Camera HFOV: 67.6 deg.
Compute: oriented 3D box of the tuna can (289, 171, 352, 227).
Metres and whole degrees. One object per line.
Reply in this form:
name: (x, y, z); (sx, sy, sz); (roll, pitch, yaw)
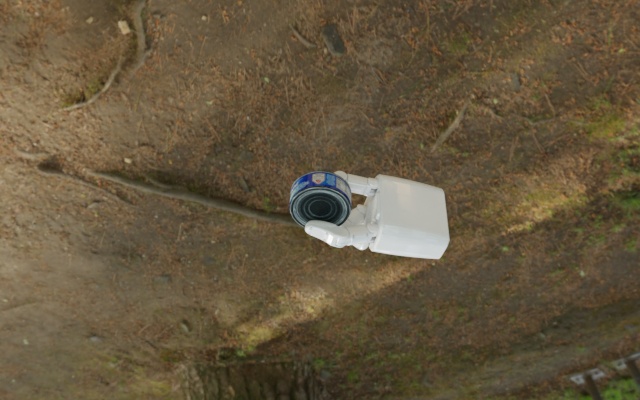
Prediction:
tuna can: (0.000, 0.003, 0.658); (0.086, 0.086, 0.033); (0, 43, 3)
